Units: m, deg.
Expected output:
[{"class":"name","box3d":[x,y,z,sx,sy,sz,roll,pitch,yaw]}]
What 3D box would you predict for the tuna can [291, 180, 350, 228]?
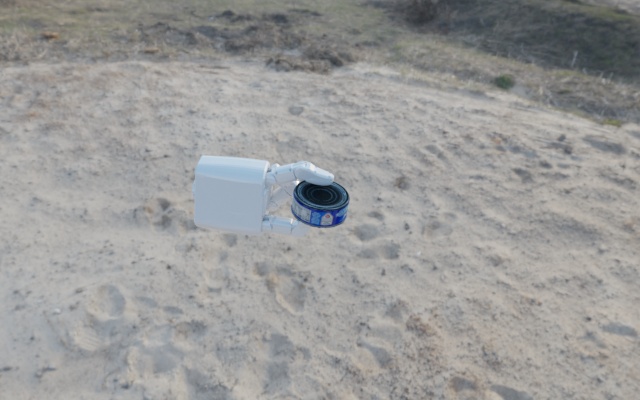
[{"class":"tuna can","box3d":[0.000,0.002,0.713,0.086,0.034,0.086,7,34,-5]}]
